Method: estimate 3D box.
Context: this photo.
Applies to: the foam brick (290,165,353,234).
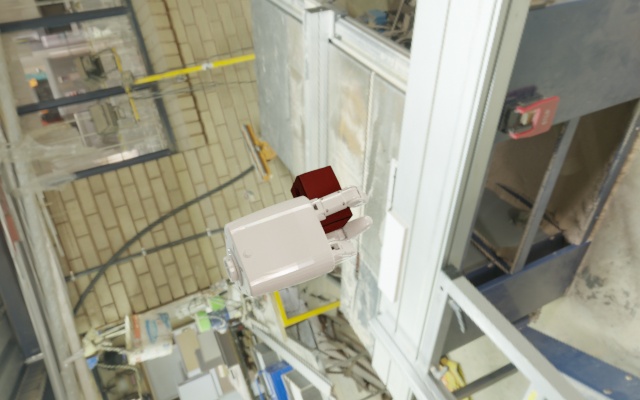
[{"bbox_3d":[0.000,0.002,0.634,0.051,0.078,0.053,-18,-16,-19],"label":"foam brick"}]
